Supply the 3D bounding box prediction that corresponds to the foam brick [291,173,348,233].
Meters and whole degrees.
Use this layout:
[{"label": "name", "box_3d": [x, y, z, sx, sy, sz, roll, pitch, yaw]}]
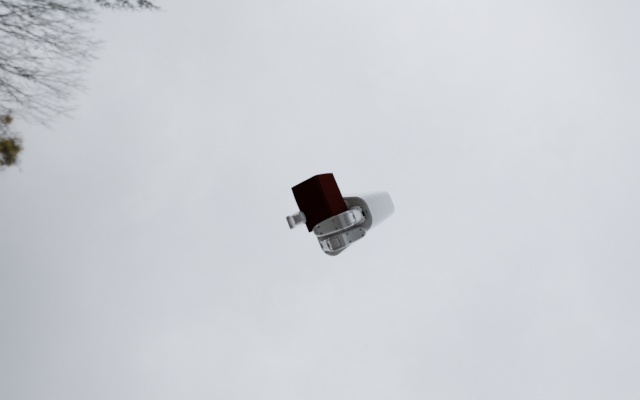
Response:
[{"label": "foam brick", "box_3d": [0.000, 0.002, 0.736, 0.053, 0.078, 0.051, -23, -2, 33]}]
